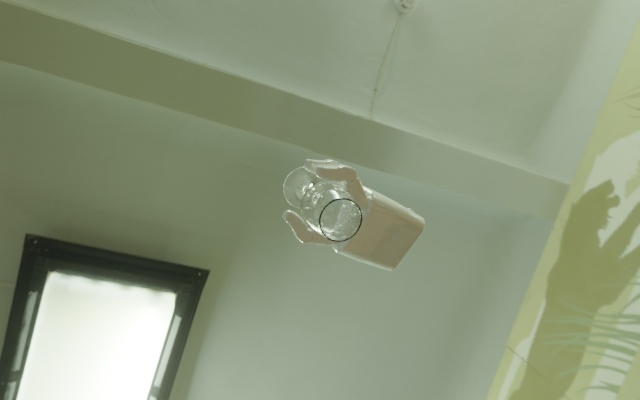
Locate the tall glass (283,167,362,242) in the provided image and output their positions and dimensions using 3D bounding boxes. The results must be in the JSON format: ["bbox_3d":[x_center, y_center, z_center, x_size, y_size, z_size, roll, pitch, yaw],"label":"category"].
[{"bbox_3d":[0.000,0.002,0.733,0.079,0.079,0.201,0,14,-16],"label":"tall glass"}]
